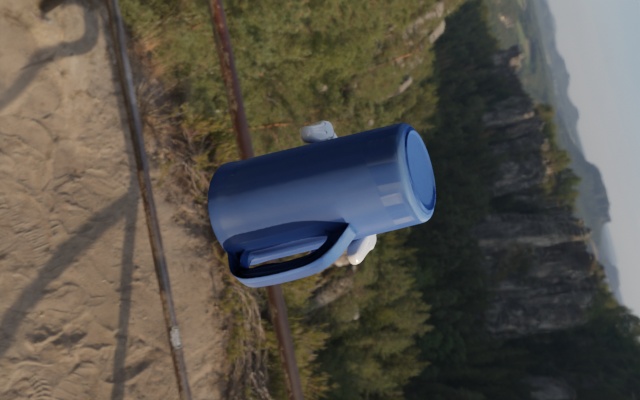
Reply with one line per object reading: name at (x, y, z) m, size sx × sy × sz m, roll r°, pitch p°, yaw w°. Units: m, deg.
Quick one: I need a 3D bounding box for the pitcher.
pitcher at (0.000, 0.002, 0.548) m, size 0.243 × 0.149 × 0.145 m, roll -13°, pitch 2°, yaw 28°
